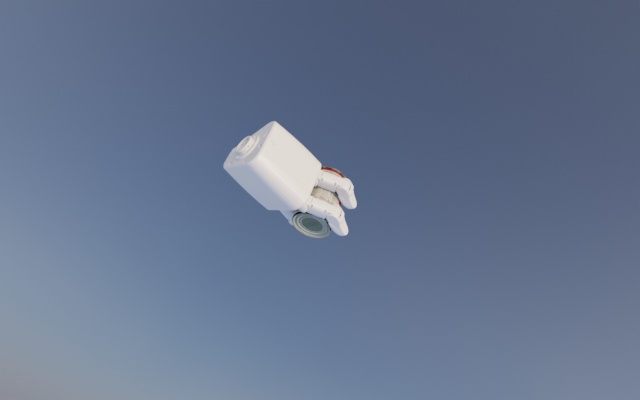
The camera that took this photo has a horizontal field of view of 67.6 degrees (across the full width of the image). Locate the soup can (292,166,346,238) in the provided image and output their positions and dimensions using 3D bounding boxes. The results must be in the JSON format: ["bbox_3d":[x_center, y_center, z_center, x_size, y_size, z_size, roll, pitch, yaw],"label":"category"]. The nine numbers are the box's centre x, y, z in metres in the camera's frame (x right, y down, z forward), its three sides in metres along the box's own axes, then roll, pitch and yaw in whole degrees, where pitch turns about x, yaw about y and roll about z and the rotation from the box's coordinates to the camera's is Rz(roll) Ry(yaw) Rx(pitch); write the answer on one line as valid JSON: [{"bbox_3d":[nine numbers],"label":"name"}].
[{"bbox_3d":[0.000,0.003,0.793,0.068,0.102,0.069,14,-36,10],"label":"soup can"}]
